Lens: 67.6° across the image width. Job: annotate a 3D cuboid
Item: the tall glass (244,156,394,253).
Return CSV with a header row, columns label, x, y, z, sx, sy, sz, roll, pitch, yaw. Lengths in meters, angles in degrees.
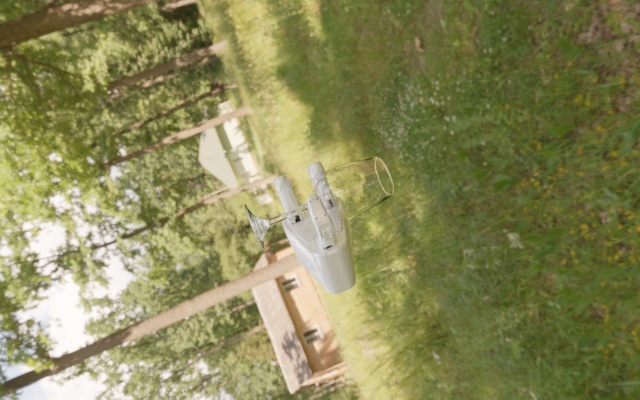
label,x,y,z,sx,sy,sz,roll,pitch,yaw
tall glass,-0.001,0.002,0.674,0.201,0.079,0.079,-22,2,-5
